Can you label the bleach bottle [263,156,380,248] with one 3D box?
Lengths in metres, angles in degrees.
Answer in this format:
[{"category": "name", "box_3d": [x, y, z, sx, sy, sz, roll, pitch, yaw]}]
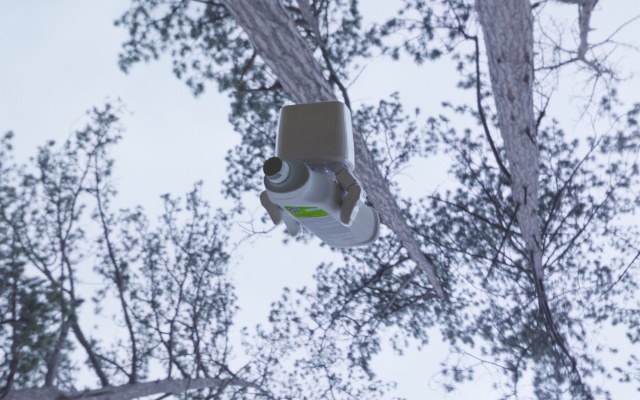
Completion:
[{"category": "bleach bottle", "box_3d": [0.000, 0.002, 0.702, 0.102, 0.068, 0.251, -9, -26, 23]}]
